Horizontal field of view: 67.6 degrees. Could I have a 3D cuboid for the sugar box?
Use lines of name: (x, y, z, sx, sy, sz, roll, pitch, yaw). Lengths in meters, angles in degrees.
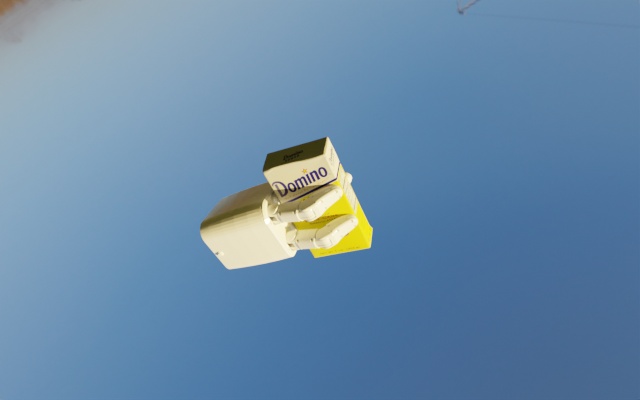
sugar box: (0.000, 0.003, 0.665, 0.093, 0.048, 0.176, -14, -50, 21)
